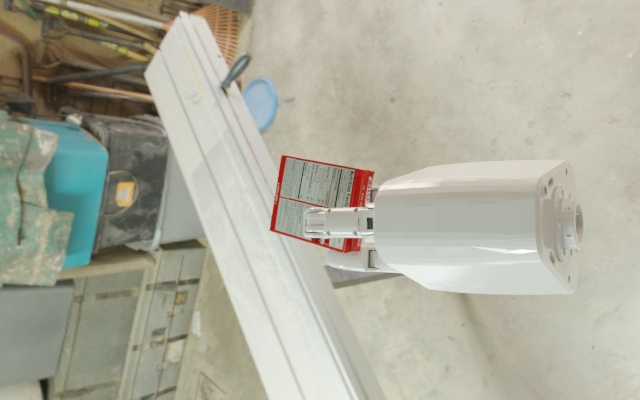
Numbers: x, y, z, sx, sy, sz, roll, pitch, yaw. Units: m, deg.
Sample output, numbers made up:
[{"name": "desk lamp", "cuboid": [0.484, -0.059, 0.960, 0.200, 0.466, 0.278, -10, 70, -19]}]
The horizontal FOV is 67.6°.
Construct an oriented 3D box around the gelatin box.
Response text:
[{"name": "gelatin box", "cuboid": [0.000, 0.001, 0.429, 0.089, 0.073, 0.030, 13, 7, 35]}]
